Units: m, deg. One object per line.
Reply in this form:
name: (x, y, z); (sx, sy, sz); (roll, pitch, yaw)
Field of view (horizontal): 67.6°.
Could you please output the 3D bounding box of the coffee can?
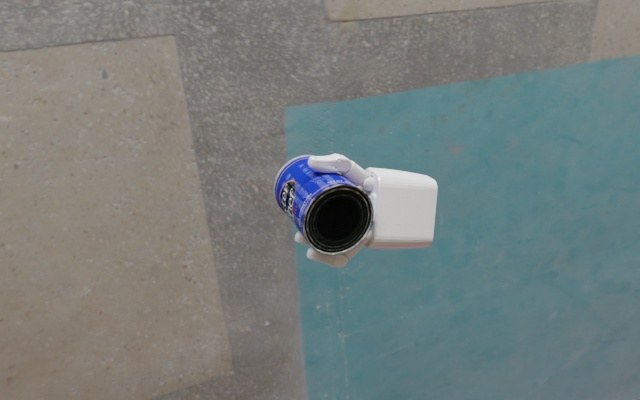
coffee can: (0.000, 0.002, 0.692); (0.103, 0.103, 0.140); (0, 21, -22)
